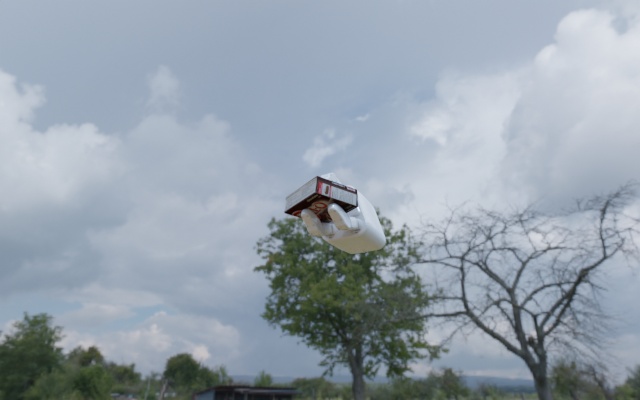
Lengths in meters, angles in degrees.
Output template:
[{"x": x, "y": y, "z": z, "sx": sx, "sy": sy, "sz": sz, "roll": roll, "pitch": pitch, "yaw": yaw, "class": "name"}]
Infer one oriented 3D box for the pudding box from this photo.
[{"x": 0.000, "y": 0.003, "z": 0.861, "sx": 0.090, "sy": 0.039, "sz": 0.113, "roll": 17, "pitch": -30, "yaw": -28, "class": "pudding box"}]
